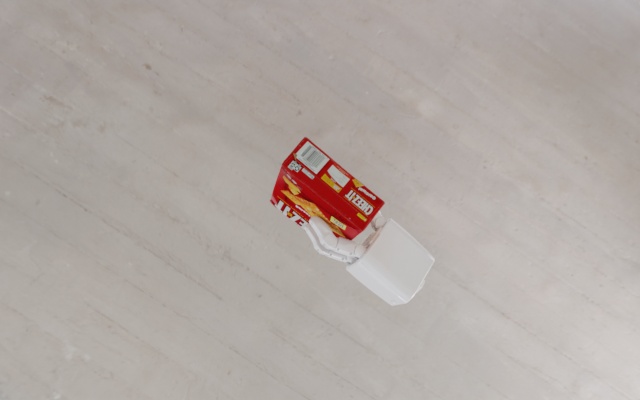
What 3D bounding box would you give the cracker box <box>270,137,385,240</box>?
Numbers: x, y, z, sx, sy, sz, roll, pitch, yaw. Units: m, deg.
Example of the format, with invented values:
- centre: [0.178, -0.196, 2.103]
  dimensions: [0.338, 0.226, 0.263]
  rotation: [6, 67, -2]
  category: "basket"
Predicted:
- centre: [0.000, 0.003, 0.825]
  dimensions: [0.164, 0.072, 0.214]
  rotation: [39, -19, 1]
  category: "cracker box"
